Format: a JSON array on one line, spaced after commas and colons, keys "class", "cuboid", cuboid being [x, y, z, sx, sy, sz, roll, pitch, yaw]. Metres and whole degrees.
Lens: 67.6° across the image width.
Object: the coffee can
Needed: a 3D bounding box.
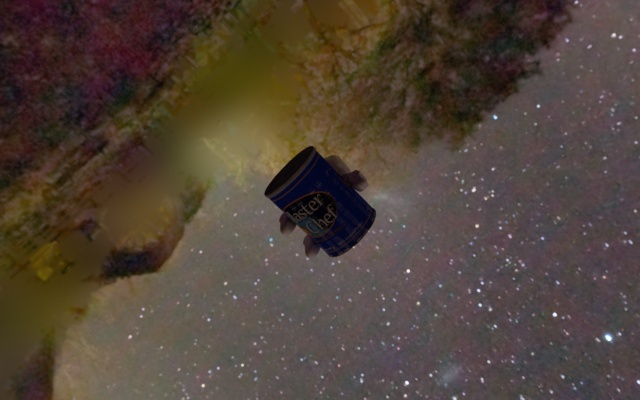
[{"class": "coffee can", "cuboid": [0.000, 0.002, 0.724, 0.140, 0.103, 0.103, 45, -15, -15]}]
